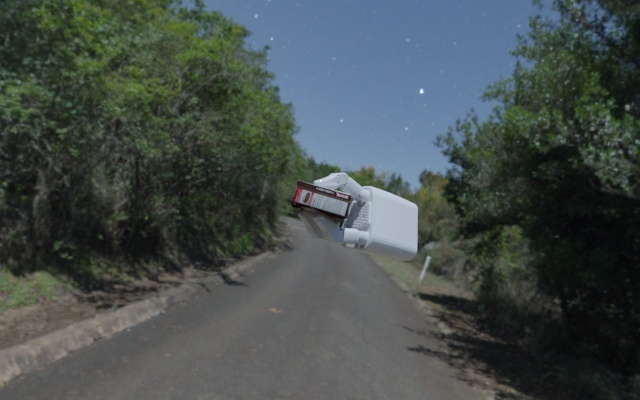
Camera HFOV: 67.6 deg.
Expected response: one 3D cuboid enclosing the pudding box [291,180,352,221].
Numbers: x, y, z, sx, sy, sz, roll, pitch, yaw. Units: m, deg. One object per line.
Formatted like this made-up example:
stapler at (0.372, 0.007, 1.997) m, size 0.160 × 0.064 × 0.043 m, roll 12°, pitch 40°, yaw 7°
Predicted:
pudding box at (0.000, 0.002, 0.767) m, size 0.090 × 0.039 × 0.113 m, roll 15°, pitch -7°, yaw -1°
